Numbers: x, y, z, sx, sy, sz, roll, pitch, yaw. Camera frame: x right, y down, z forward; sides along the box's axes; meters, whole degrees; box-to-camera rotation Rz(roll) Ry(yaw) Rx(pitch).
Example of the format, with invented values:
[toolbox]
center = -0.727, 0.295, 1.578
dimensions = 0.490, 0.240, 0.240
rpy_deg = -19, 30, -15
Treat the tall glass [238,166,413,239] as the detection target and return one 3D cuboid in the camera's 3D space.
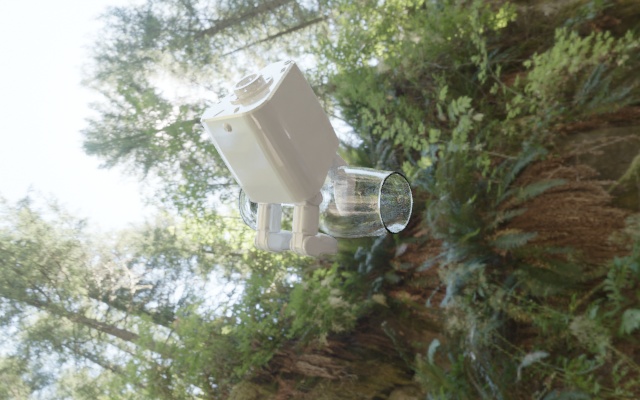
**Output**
[tall glass]
center = 0.000, 0.002, 0.534
dimensions = 0.201, 0.079, 0.079
rpy_deg = 1, 0, 41
